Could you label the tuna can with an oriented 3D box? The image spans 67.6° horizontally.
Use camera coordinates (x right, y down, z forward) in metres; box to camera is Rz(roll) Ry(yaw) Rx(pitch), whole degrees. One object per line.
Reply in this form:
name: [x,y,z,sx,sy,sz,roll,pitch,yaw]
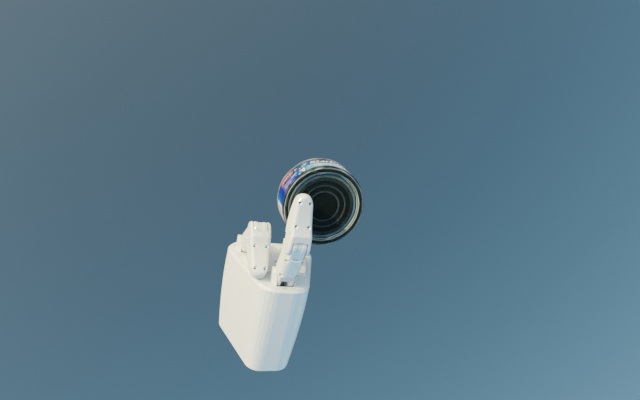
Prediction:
tuna can: [0.000,0.002,0.491,0.086,0.086,0.033,0,19,-14]
